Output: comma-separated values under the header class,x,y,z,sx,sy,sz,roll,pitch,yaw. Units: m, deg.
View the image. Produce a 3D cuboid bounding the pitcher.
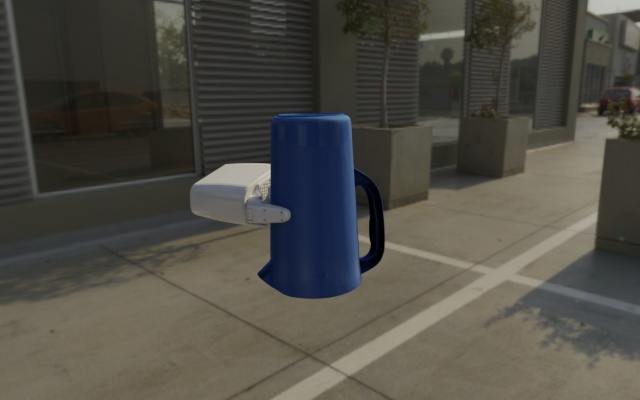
class,x,y,z,sx,sy,sz,roll,pitch,yaw
pitcher,0.000,0.002,0.667,0.145,0.243,0.149,5,14,28
